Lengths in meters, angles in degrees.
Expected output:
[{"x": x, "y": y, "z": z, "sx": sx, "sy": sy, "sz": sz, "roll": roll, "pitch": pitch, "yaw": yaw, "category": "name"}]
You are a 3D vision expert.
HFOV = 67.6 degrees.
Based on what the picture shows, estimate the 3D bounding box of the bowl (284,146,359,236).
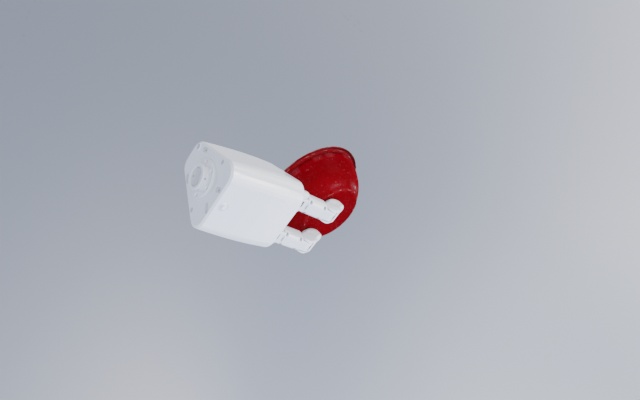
[{"x": 0.001, "y": 0.002, "z": 0.693, "sx": 0.162, "sy": 0.162, "sz": 0.055, "roll": 0, "pitch": 40, "yaw": -47, "category": "bowl"}]
